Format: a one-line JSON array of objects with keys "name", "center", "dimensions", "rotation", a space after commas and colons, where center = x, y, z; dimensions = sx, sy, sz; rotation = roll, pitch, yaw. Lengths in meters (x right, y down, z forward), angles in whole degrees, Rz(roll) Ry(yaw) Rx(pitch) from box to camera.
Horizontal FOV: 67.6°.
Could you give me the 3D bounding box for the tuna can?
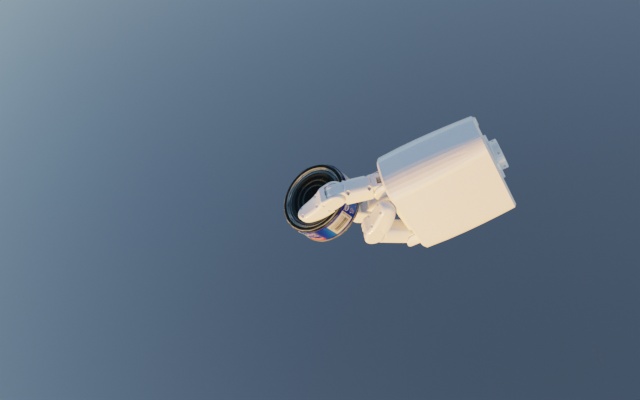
[{"name": "tuna can", "center": [0.000, 0.002, 0.551], "dimensions": [0.086, 0.086, 0.034], "rotation": [0, -22, 36]}]
